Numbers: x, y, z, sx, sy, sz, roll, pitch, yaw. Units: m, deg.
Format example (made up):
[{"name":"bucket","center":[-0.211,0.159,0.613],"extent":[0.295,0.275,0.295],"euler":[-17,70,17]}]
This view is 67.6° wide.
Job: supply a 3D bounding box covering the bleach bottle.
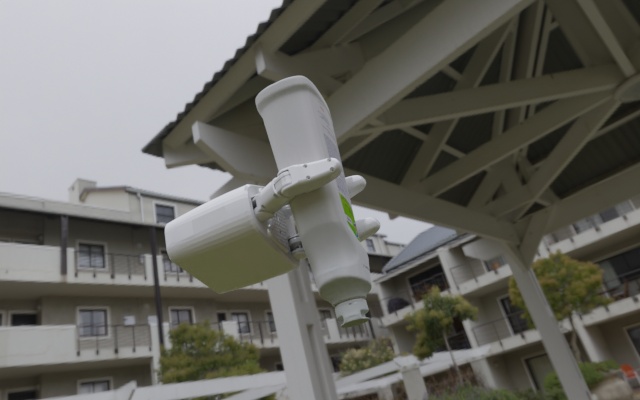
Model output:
[{"name":"bleach bottle","center":[0.000,0.002,0.489],"extent":[0.068,0.250,0.103],"euler":[-22,-25,14]}]
